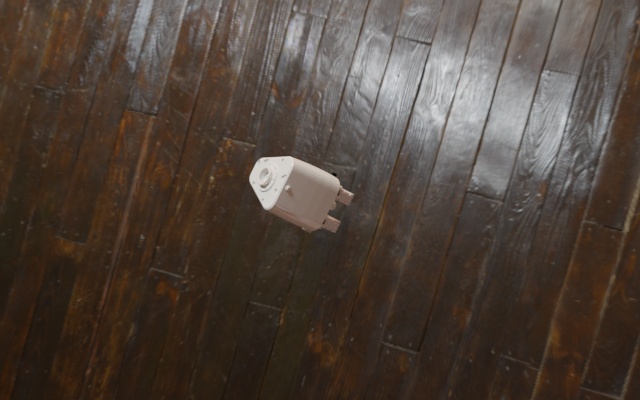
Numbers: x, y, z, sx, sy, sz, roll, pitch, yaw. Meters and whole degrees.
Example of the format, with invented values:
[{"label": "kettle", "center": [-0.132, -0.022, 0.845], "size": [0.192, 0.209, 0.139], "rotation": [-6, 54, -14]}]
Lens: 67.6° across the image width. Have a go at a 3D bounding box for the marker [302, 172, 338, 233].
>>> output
[{"label": "marker", "center": [0.000, 0.003, 0.894], "size": [0.020, 0.121, 0.020], "rotation": [27, 2, -1]}]
